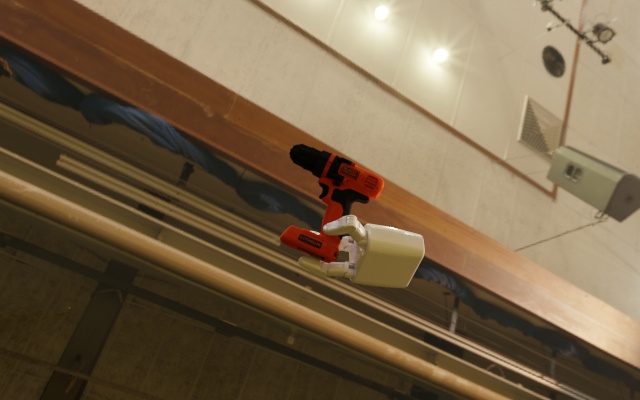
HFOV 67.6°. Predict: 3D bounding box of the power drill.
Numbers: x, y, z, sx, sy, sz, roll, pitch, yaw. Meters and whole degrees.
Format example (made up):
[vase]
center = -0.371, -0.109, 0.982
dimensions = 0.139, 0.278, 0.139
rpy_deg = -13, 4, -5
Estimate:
[power drill]
center = 0.000, 0.003, 0.856
dimensions = 0.184, 0.187, 0.057
rpy_deg = 24, -15, 6
